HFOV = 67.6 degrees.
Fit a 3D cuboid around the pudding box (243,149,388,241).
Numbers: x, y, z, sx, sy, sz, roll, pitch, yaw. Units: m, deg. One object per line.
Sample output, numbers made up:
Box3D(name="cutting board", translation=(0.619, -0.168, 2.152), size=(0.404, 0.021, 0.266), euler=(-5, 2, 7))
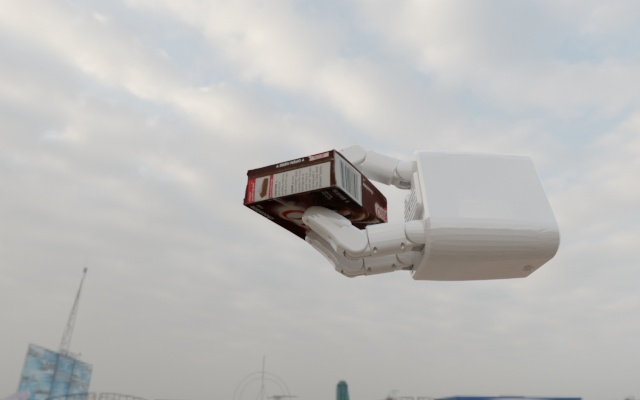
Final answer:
Box3D(name="pudding box", translation=(0.000, 0.001, 0.431), size=(0.090, 0.039, 0.113), euler=(-12, -29, 26))
